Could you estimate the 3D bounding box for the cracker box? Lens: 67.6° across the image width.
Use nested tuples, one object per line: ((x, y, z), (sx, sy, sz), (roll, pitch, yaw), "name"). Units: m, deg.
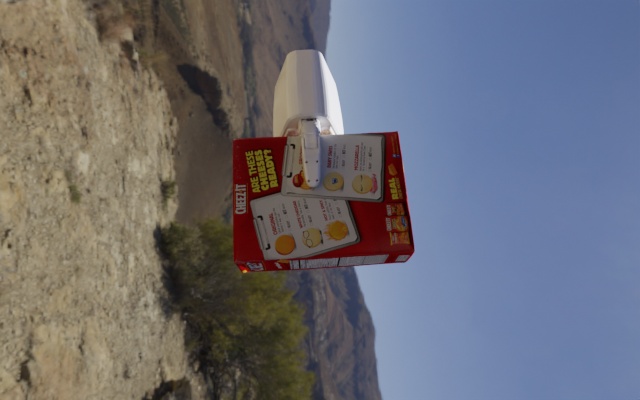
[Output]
((0.000, 0.002, 0.608), (0.214, 0.164, 0.072), (-3, -21, -2), "cracker box")
